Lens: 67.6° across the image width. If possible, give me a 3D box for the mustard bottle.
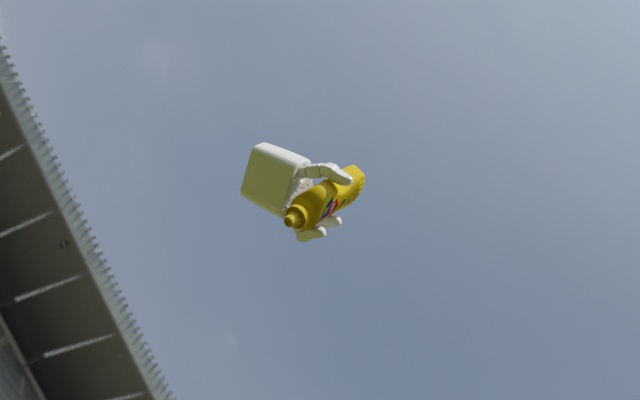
[{"bbox_3d":[0.001,0.003,0.840,0.191,0.058,0.096,-30,-18,-49],"label":"mustard bottle"}]
